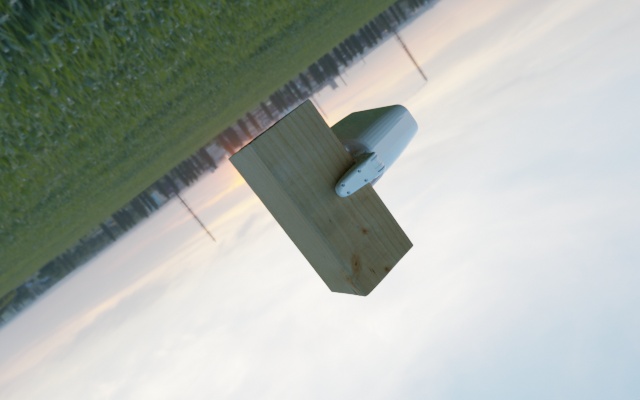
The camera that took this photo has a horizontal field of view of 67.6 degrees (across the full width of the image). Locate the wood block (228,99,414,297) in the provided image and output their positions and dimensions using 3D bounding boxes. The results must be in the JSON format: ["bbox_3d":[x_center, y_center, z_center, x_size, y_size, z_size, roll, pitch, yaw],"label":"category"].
[{"bbox_3d":[0.001,0.002,0.552,0.090,0.206,0.091,-42,12,-24],"label":"wood block"}]
